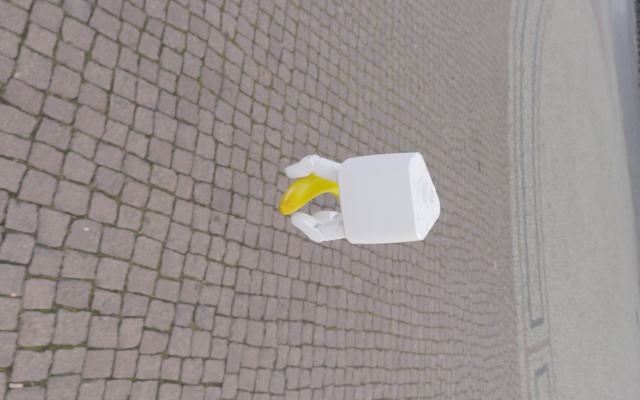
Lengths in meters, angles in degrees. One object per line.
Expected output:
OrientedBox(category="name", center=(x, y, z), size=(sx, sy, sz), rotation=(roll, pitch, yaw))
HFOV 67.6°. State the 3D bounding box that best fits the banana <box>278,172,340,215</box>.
OrientedBox(category="banana", center=(0.002, -0.016, 0.741), size=(0.037, 0.069, 0.198), rotation=(0, 1, 32))
